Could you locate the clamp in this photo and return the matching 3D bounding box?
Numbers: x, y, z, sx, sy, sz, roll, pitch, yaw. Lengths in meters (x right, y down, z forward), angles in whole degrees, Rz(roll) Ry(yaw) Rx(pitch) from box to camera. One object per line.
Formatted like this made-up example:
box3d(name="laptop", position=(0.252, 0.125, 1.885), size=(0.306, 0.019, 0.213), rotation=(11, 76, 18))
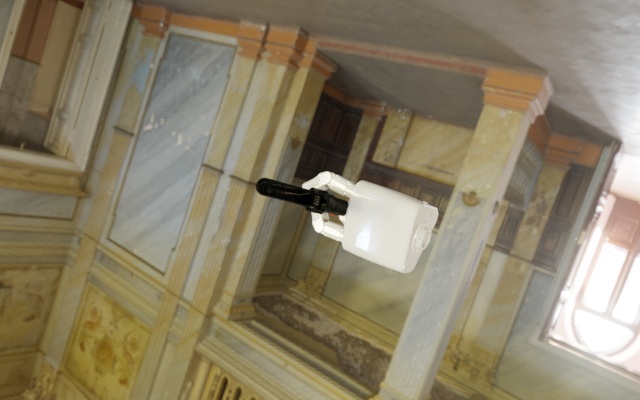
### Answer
box3d(name="clamp", position=(0.000, 0.003, 0.691), size=(0.120, 0.039, 0.171), rotation=(22, 5, 32))
